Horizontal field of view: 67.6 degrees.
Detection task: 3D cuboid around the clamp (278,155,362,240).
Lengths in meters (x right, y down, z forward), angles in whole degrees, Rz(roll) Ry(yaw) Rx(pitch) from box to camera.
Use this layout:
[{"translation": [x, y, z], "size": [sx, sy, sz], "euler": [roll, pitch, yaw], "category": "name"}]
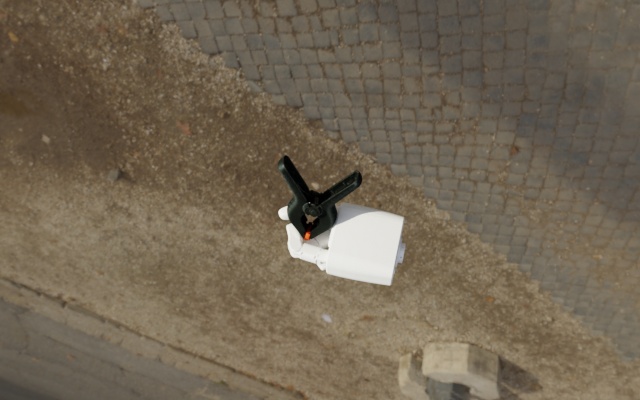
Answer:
[{"translation": [0.000, 0.003, 0.725], "size": [0.120, 0.039, 0.172], "euler": [11, -38, 10], "category": "clamp"}]
